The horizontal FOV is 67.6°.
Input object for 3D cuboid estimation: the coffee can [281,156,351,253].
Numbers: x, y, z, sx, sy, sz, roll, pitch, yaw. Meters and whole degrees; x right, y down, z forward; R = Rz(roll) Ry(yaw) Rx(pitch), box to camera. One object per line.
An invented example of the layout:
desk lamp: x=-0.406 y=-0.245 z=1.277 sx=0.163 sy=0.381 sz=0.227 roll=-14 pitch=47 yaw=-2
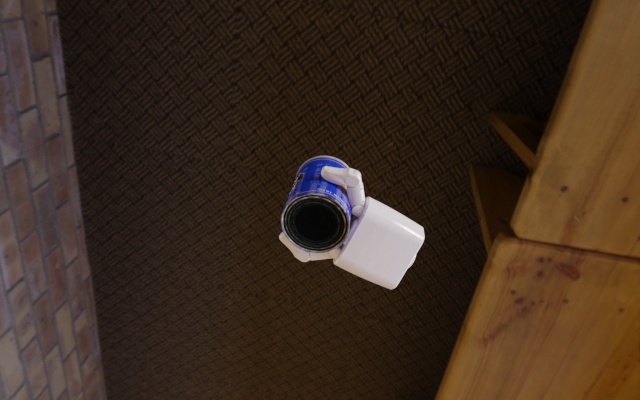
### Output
coffee can: x=0.000 y=0.002 z=0.761 sx=0.103 sy=0.103 sz=0.140 roll=0 pitch=28 yaw=8
